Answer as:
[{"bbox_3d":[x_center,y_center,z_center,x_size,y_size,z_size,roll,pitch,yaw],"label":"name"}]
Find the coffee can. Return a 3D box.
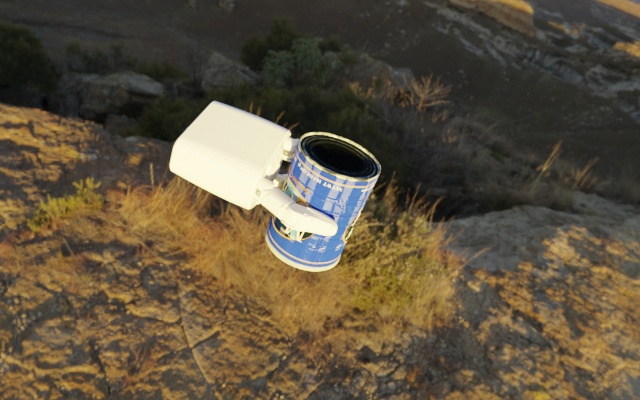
[{"bbox_3d":[0.000,0.002,0.589,0.103,0.140,0.102,16,31,-10],"label":"coffee can"}]
